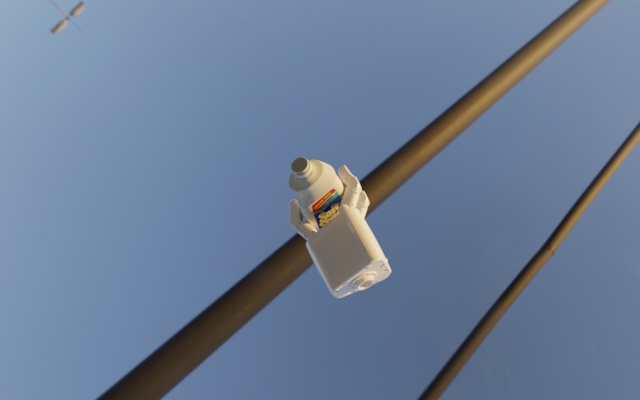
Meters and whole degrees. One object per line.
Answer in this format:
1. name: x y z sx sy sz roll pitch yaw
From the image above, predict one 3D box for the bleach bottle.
1. bleach bottle: 0.000 0.003 0.853 0.102 0.068 0.251 -29 -32 5
